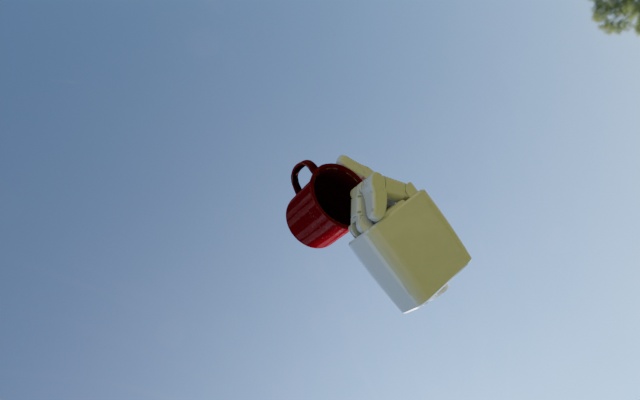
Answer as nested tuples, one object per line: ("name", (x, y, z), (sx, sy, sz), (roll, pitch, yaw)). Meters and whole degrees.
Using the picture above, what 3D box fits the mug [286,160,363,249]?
("mug", (-0.001, 0.001, 0.623), (0.093, 0.117, 0.081), (-31, -7, -43))
